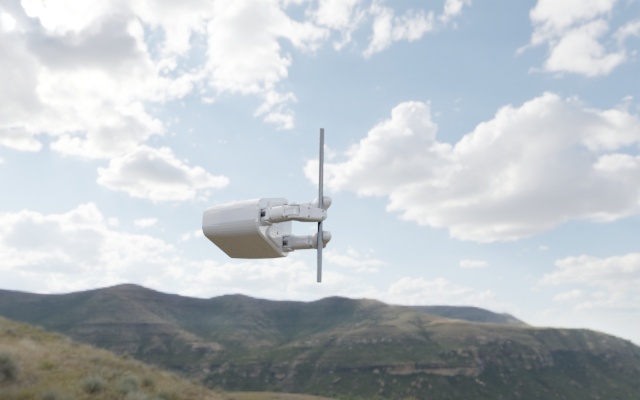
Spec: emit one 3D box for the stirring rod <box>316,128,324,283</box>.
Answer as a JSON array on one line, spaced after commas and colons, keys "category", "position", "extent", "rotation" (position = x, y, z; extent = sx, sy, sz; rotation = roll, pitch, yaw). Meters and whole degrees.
[{"category": "stirring rod", "position": [0.000, 0.002, 0.718], "extent": [0.011, 0.239, 0.011], "rotation": [1, -17, 0]}]
